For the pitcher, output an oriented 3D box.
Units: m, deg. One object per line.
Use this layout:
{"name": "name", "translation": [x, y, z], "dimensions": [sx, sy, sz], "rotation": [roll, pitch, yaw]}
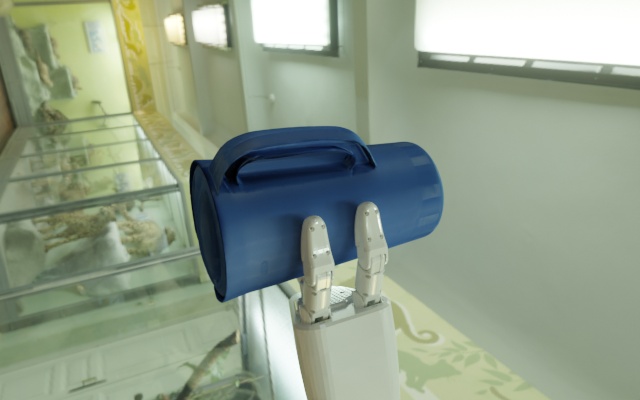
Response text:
{"name": "pitcher", "translation": [0.000, 0.002, 0.474], "dimensions": [0.243, 0.145, 0.149], "rotation": [-12, 5, -23]}
